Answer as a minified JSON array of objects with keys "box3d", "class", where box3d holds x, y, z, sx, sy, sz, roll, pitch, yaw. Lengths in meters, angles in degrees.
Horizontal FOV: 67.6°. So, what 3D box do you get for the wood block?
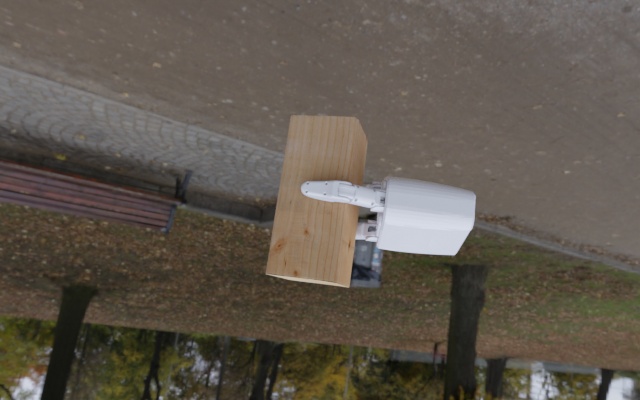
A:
[{"box3d":[0.000,0.002,0.623,0.090,0.206,0.091,5,-12,16],"class":"wood block"}]
